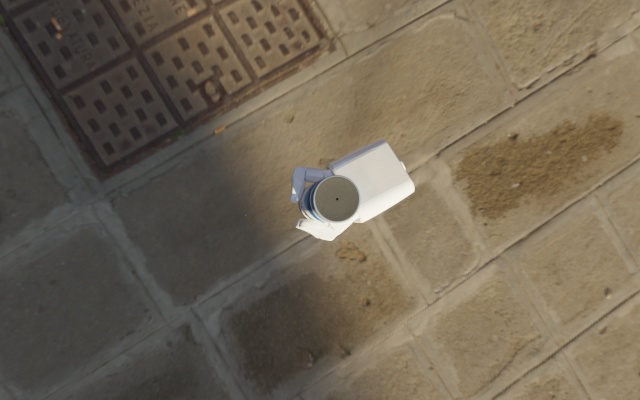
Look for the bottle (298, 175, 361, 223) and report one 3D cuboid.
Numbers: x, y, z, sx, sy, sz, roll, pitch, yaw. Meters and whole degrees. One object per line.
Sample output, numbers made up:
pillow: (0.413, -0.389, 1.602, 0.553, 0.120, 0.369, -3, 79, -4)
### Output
bottle: (0.000, 0.003, 0.795, 0.069, 0.069, 0.296, 0, -2, -9)
